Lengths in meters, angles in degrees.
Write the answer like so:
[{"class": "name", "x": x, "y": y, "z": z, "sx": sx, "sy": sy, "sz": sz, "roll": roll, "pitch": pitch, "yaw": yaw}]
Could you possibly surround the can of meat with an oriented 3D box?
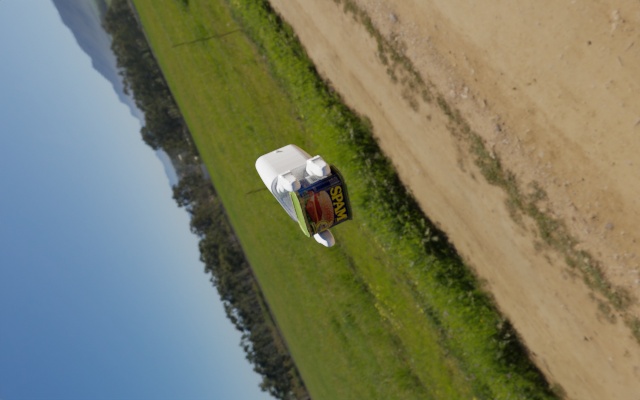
[{"class": "can of meat", "x": 0.000, "y": 0.003, "z": 0.797, "sx": 0.084, "sy": 0.102, "sz": 0.057, "roll": -24, "pitch": 37, "yaw": -13}]
